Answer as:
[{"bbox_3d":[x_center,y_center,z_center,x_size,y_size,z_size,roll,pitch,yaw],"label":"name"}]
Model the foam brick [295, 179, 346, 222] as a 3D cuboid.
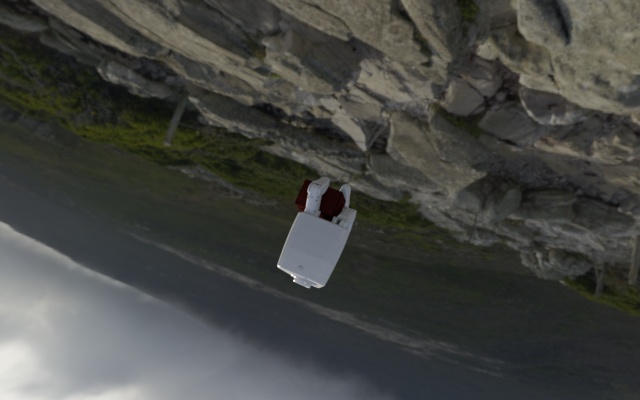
[{"bbox_3d":[0.000,0.003,0.885,0.078,0.051,0.053,20,-15,17],"label":"foam brick"}]
